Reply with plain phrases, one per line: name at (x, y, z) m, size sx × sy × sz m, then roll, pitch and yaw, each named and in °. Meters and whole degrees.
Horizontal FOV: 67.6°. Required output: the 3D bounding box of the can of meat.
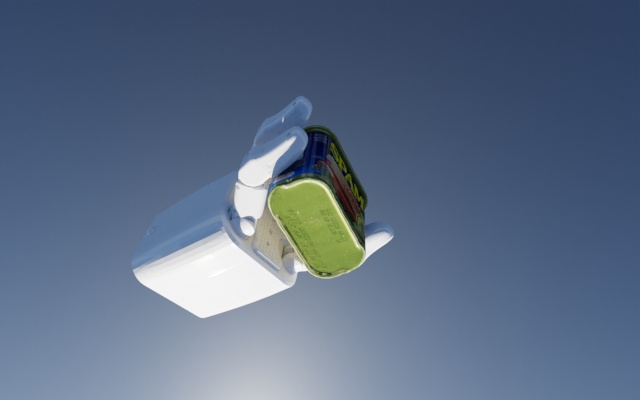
can of meat at (0.000, 0.002, 0.400) m, size 0.057 × 0.102 × 0.084 m, roll -21°, pitch 29°, yaw 17°
